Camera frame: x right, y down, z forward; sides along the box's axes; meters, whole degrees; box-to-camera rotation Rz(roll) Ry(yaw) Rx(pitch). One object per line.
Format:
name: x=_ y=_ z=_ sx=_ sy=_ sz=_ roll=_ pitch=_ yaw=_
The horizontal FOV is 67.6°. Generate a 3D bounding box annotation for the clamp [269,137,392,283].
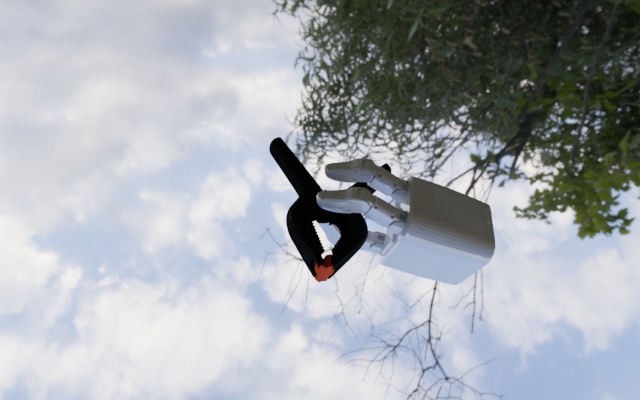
clamp: x=0.000 y=0.003 z=0.567 sx=0.164 sy=0.036 sz=0.209 roll=17 pitch=43 yaw=-2
